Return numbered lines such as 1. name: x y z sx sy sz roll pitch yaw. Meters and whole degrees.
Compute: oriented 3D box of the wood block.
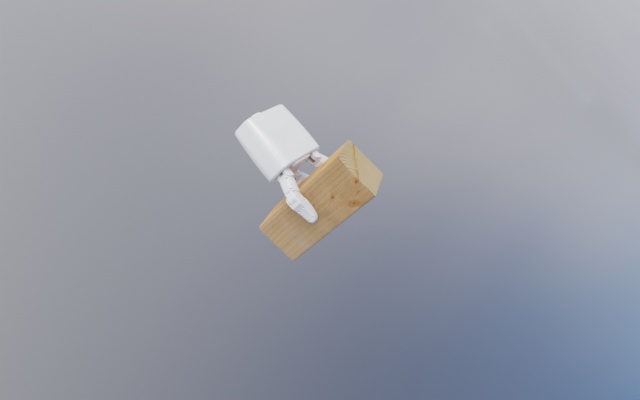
1. wood block: 0.000 0.003 0.839 0.206 0.090 0.090 -41 9 29
